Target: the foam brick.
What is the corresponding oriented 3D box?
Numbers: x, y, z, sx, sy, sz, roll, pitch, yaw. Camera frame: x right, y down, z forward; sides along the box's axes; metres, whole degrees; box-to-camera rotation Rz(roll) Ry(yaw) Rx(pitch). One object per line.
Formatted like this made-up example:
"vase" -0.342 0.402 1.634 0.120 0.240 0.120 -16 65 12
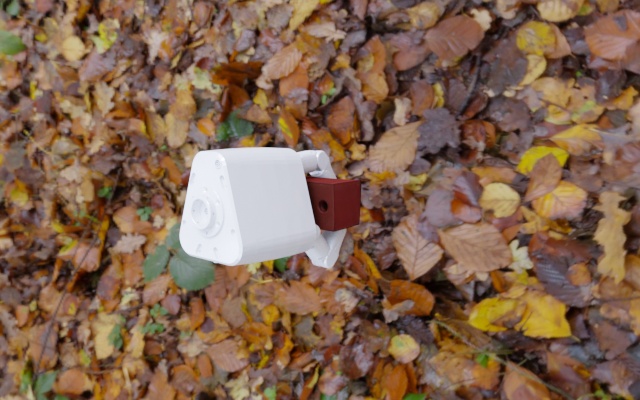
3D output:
"foam brick" 0.000 0.002 0.541 0.078 0.053 0.051 6 10 37
